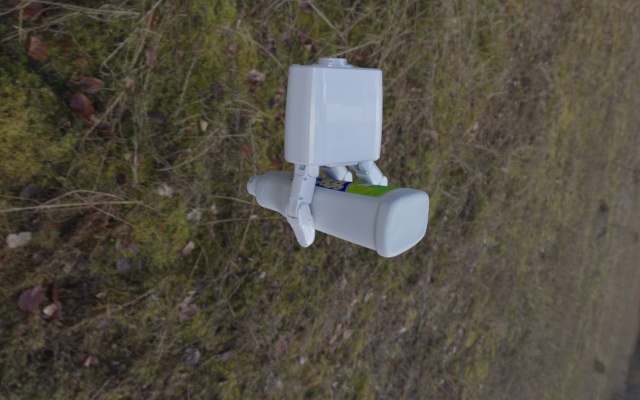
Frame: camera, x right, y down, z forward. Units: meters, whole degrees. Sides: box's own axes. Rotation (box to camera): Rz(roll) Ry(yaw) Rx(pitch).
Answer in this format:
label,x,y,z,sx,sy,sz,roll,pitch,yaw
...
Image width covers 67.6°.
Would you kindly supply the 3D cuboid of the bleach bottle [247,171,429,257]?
label,x,y,z,sx,sy,sz,roll,pitch,yaw
bleach bottle,0.000,0.002,0.595,0.251,0.068,0.102,13,17,36
